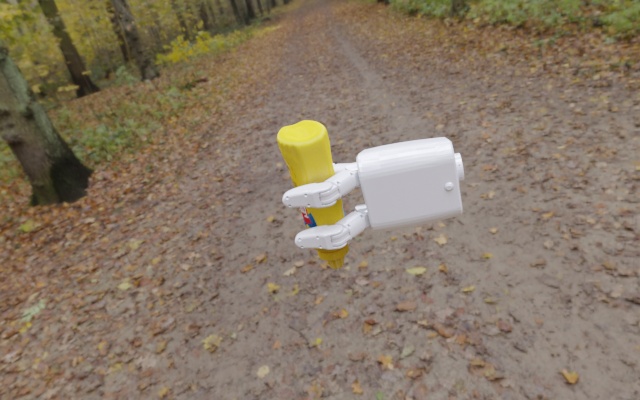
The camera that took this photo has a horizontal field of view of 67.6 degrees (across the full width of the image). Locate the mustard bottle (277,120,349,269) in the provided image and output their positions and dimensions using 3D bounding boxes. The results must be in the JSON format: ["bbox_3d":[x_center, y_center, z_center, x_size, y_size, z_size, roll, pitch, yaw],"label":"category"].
[{"bbox_3d":[0.000,0.002,0.594,0.058,0.192,0.096,-20,25,-9],"label":"mustard bottle"}]
